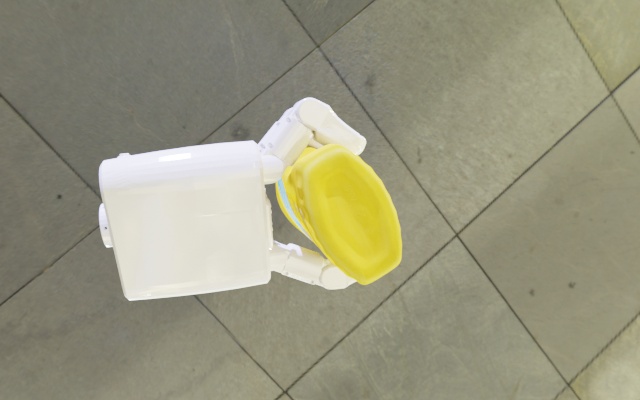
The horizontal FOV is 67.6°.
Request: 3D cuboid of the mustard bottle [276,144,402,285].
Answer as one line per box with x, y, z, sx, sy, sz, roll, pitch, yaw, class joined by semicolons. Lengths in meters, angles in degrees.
0.000;0.001;0.401;0.058;0.096;0.191;-32;12;-9;mustard bottle
